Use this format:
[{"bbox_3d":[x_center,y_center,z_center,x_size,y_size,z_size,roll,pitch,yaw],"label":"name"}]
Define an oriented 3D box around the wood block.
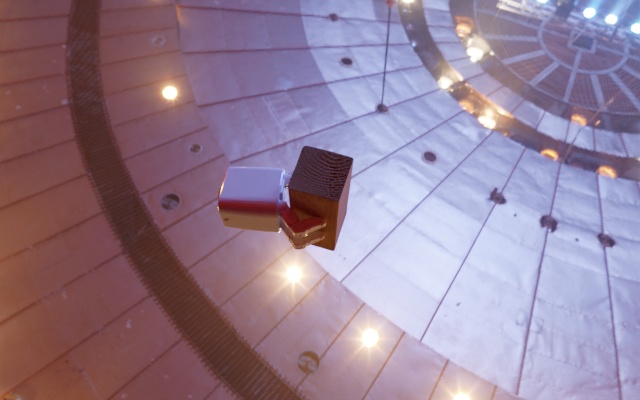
[{"bbox_3d":[0.000,0.003,0.870,0.090,0.090,0.206,15,-27,7],"label":"wood block"}]
